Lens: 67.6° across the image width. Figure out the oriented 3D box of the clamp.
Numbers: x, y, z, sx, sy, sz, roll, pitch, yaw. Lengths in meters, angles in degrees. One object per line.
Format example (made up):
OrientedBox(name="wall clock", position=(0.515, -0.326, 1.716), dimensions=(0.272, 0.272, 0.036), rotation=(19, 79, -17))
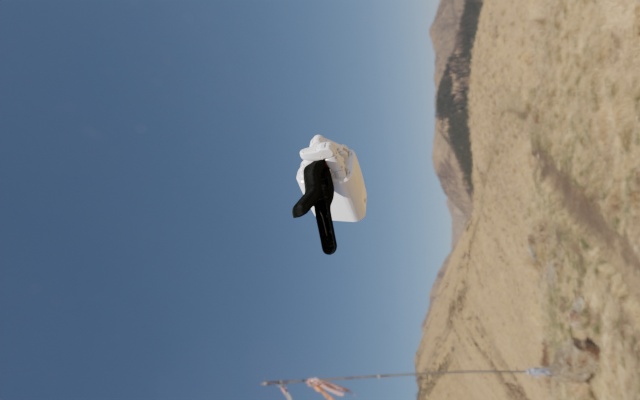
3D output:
OrientedBox(name="clamp", position=(0.000, 0.003, 0.791), dimensions=(0.039, 0.120, 0.171), rotation=(-9, 40, 21))
